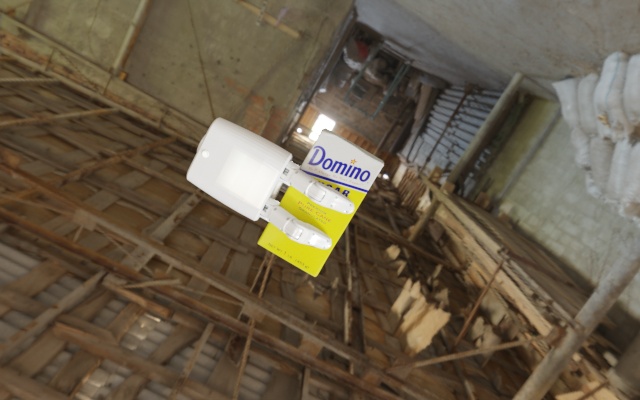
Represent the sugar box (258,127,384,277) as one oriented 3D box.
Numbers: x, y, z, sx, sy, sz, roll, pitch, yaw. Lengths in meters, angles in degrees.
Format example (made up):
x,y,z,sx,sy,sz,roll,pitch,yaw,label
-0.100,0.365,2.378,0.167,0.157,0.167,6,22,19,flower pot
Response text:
x,y,z,sx,sy,sz,roll,pitch,yaw,label
0.000,0.002,0.632,0.093,0.176,0.048,29,13,-1,sugar box
